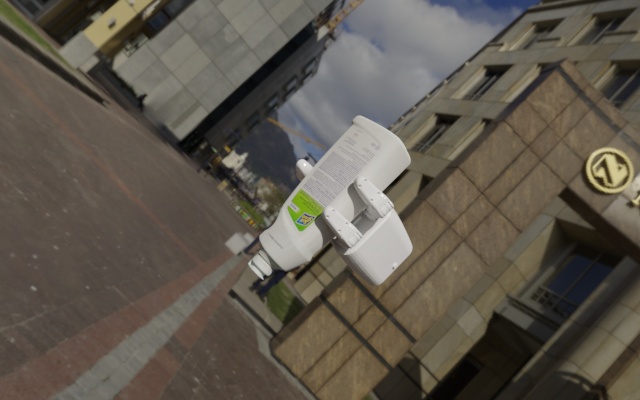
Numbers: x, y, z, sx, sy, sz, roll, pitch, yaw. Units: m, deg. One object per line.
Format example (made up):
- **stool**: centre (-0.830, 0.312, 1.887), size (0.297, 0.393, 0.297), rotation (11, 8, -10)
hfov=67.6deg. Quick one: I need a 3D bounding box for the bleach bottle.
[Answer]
- **bleach bottle**: centre (0.000, 0.002, 0.639), size (0.102, 0.251, 0.068), rotation (40, -9, 45)
